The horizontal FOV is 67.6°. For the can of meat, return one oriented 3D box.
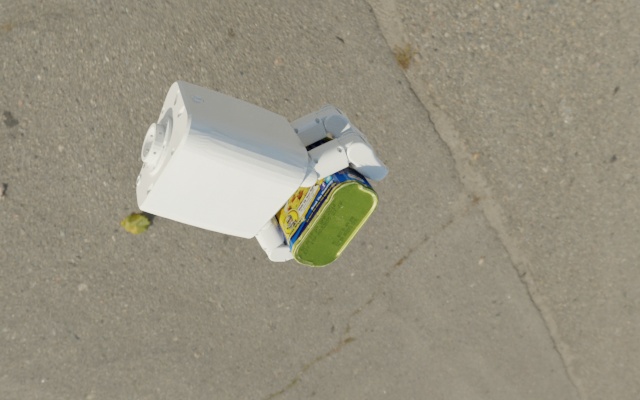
[{"bbox_3d":[0.000,0.002,0.463,0.057,0.102,0.084,20,25,-34],"label":"can of meat"}]
